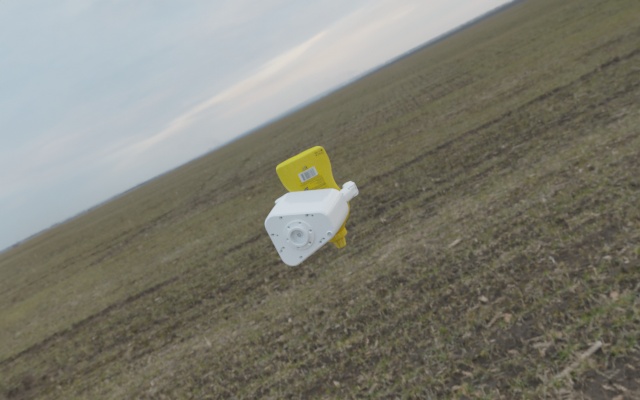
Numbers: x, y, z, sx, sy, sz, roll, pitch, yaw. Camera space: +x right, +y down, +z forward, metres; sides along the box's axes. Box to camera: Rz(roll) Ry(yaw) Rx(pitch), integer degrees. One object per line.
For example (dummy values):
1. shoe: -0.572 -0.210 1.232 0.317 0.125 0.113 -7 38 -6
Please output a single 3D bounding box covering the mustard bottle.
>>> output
1. mustard bottle: 0.000 0.003 0.887 0.096 0.192 0.058 -27 11 -5
